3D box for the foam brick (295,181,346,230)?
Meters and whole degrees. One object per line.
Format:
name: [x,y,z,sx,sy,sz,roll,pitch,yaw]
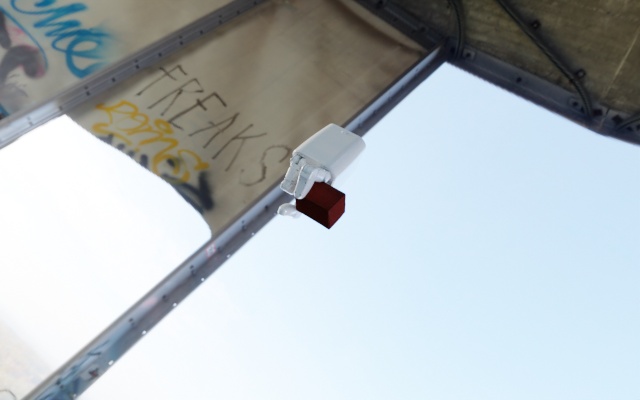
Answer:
foam brick: [0.000,0.003,0.840,0.078,0.053,0.051,31,55,25]
